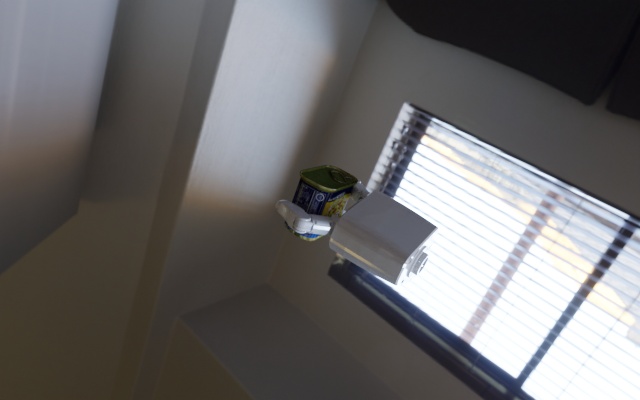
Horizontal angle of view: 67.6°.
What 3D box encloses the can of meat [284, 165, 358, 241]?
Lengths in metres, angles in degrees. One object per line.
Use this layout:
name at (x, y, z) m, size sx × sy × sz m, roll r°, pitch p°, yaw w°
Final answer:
can of meat at (0.000, 0.002, 0.677) m, size 0.057 × 0.084 × 0.102 m, roll 29°, pitch 23°, yaw 21°
